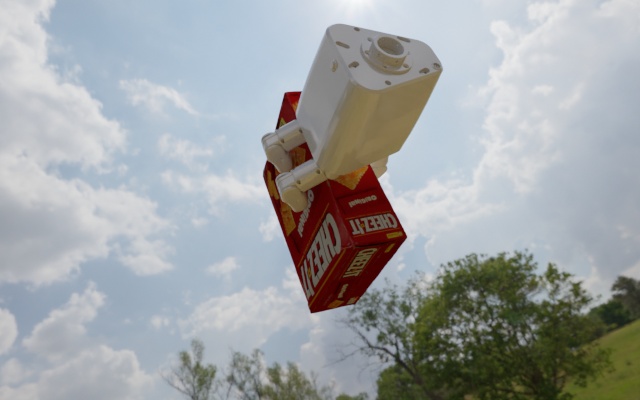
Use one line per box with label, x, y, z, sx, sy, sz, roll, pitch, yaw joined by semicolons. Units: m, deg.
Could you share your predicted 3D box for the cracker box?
cracker box;0.000;0.002;0.569;0.072;0.213;0.164;-8;-32;-24
